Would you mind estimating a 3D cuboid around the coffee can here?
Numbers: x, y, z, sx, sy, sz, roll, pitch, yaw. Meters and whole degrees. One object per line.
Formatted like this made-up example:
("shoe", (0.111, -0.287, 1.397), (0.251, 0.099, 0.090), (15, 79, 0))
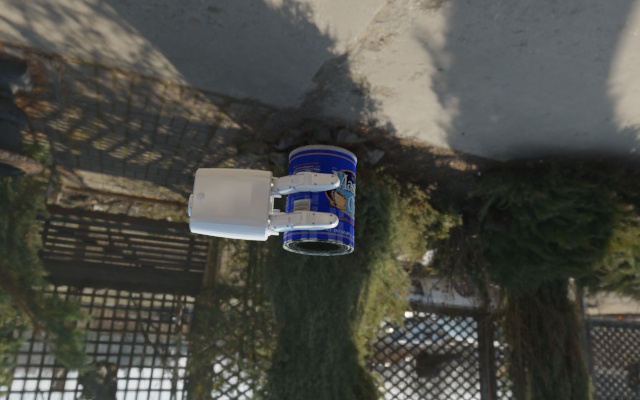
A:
("coffee can", (0.000, 0.002, 0.704), (0.103, 0.140, 0.103), (3, -17, 1))
